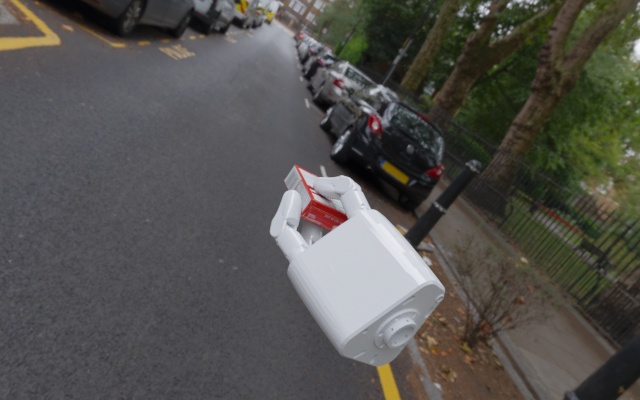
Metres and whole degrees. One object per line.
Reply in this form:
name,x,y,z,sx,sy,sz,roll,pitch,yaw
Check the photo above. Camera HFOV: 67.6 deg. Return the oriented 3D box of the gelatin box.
gelatin box,0.000,0.001,0.580,0.073,0.030,0.089,27,20,-31
